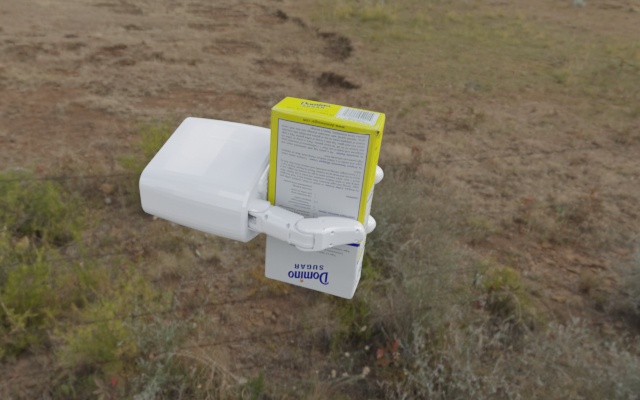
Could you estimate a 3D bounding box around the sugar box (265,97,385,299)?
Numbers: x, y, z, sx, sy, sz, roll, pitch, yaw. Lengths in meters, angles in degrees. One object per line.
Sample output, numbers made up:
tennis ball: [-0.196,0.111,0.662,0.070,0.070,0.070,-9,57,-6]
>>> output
sugar box: [0.000,0.001,0.442,0.093,0.176,0.048,13,32,12]
